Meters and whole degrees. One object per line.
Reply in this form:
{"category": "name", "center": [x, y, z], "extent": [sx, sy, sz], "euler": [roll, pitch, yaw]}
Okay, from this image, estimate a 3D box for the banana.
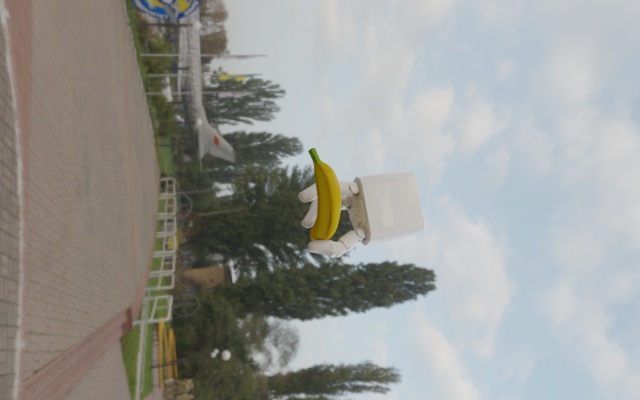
{"category": "banana", "center": [0.006, 0.012, 0.753], "extent": [0.037, 0.198, 0.069], "euler": [-13, 45, -15]}
